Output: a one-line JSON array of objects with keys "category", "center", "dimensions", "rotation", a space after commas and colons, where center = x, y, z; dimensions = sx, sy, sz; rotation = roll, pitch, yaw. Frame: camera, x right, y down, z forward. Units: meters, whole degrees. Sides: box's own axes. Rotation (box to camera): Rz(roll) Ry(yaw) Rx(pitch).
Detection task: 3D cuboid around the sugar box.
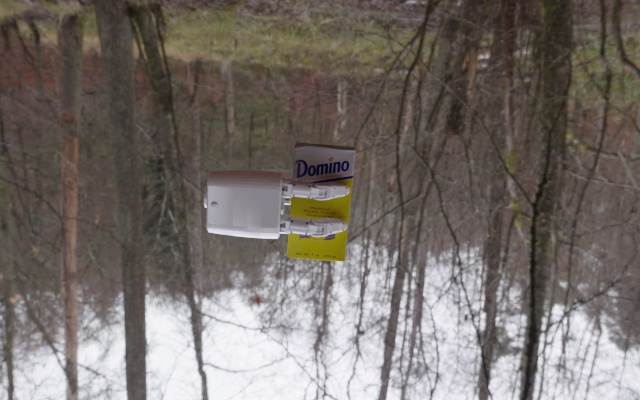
[{"category": "sugar box", "center": [0.000, 0.003, 0.737], "dimensions": [0.093, 0.176, 0.048], "rotation": [4, 14, -1]}]
